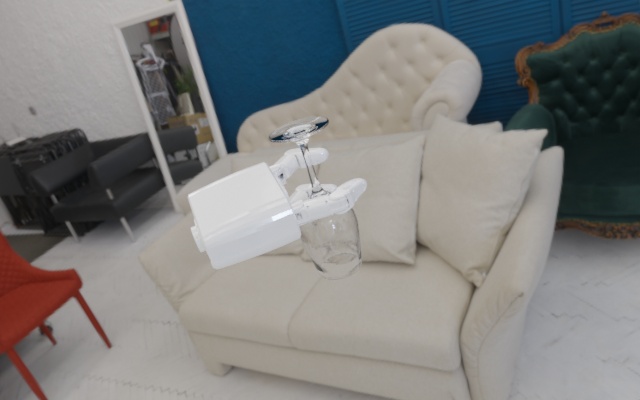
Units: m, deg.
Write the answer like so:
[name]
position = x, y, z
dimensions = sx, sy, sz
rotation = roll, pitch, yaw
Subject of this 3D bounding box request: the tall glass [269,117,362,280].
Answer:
[tall glass]
position = 0.000, 0.001, 0.602
dimensions = 0.079, 0.201, 0.079
rotation = -14, 25, 7
